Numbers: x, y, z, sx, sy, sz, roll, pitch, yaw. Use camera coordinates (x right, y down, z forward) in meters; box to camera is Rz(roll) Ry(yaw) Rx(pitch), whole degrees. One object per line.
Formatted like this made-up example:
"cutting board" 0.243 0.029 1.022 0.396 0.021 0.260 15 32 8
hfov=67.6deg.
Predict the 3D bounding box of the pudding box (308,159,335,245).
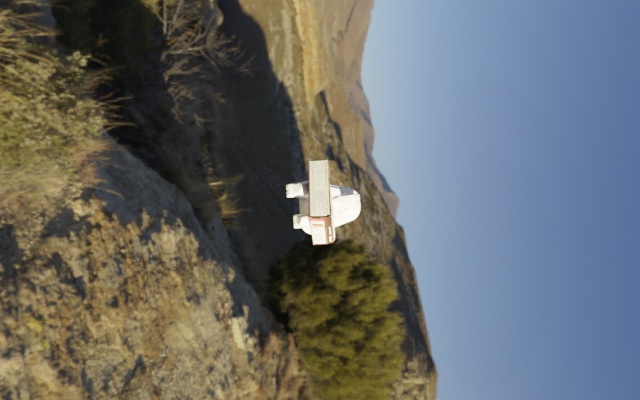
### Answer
"pudding box" 0.000 0.003 0.781 0.039 0.113 0.090 -6 -33 2
